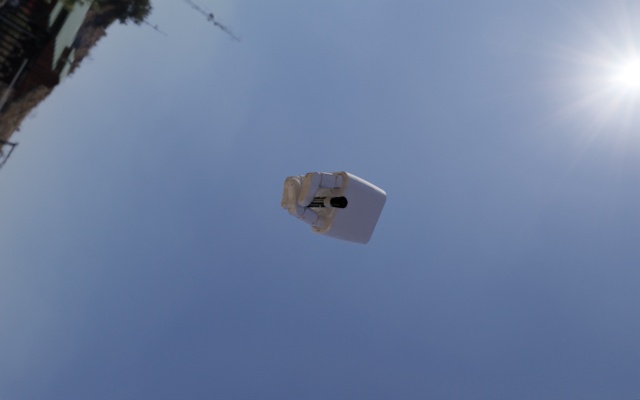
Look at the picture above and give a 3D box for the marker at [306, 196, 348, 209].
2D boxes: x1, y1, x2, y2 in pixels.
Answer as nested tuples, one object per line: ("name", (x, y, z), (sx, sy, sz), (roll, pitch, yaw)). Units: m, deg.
("marker", (0.000, 0.003, 0.764), (0.020, 0.020, 0.121), (0, 0, -39))
